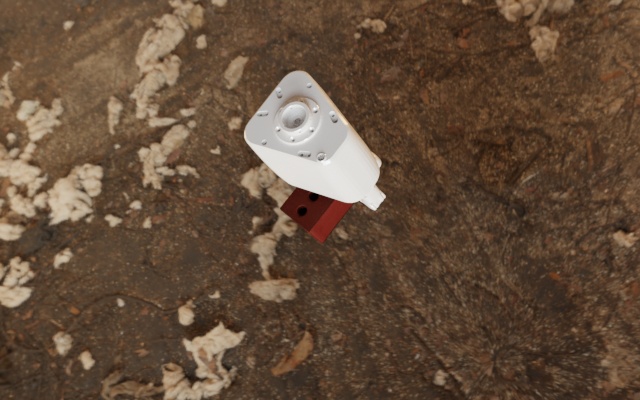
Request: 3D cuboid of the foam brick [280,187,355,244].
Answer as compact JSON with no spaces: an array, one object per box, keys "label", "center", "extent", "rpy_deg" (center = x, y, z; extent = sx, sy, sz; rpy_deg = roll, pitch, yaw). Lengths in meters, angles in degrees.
[{"label":"foam brick","center":[0.000,0.002,0.576],"extent":[0.053,0.078,0.051],"rpy_deg":[37,-2,27]}]
